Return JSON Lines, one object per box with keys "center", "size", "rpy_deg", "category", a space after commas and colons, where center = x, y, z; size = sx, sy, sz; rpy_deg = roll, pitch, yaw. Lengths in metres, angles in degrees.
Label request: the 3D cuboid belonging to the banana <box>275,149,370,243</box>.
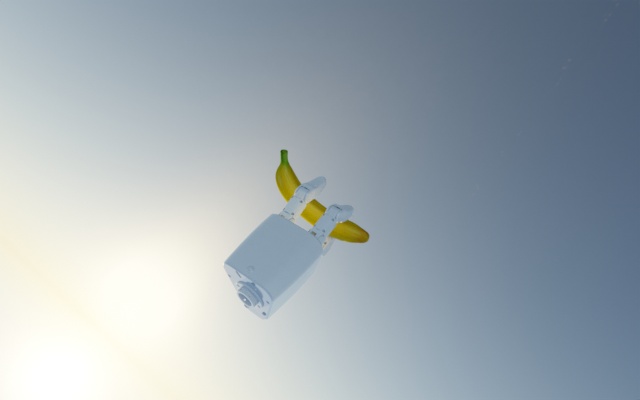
{"center": [-0.009, 0.009, 0.764], "size": [0.037, 0.198, 0.070], "rpy_deg": [-42, -7, -36], "category": "banana"}
